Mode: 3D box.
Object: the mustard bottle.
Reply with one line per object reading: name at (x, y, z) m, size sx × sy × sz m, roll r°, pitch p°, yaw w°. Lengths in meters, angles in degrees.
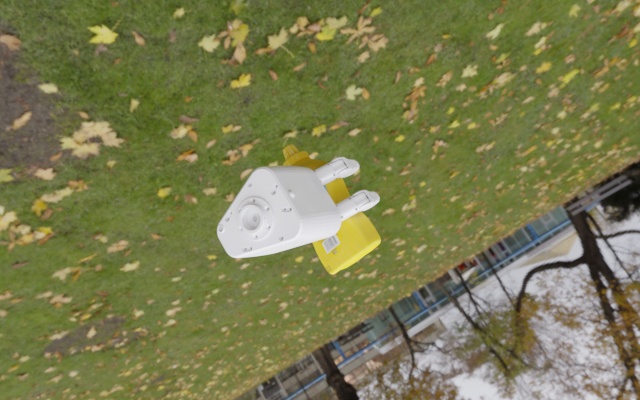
mustard bottle at (0.000, 0.002, 0.677) m, size 0.058 × 0.191 × 0.096 m, roll -19°, pitch -18°, yaw -43°
